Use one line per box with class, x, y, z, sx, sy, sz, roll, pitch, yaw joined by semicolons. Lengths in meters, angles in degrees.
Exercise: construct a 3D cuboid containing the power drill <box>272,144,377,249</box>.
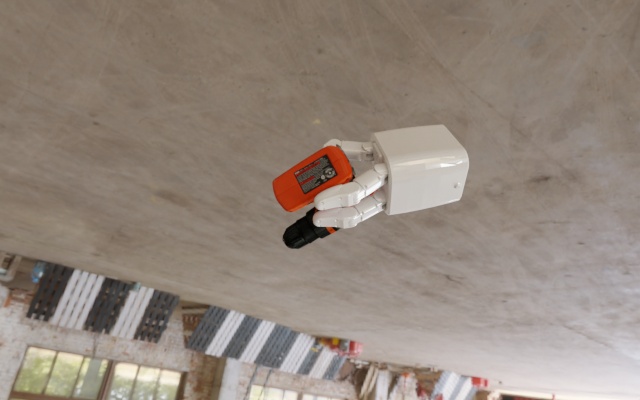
power drill;0.000;0.002;0.694;0.184;0.057;0.188;-33;-21;6
